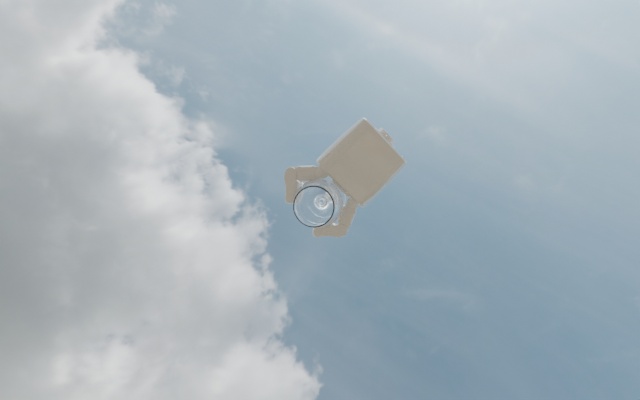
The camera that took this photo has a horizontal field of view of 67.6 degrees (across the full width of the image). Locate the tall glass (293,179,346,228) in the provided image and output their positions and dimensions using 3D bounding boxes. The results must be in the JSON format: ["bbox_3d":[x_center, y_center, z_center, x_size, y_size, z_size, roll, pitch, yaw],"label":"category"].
[{"bbox_3d":[0.000,0.003,0.796,0.079,0.079,0.201,0,4,6],"label":"tall glass"}]
